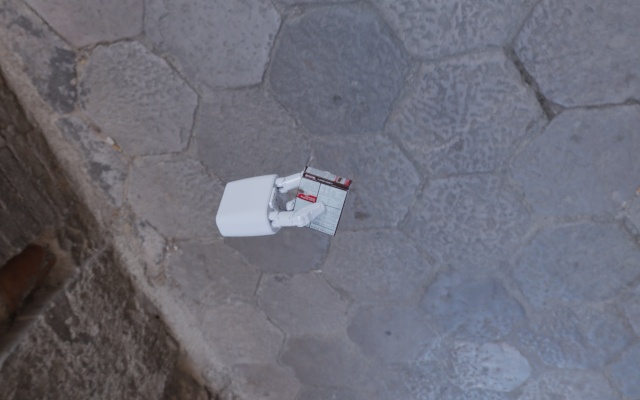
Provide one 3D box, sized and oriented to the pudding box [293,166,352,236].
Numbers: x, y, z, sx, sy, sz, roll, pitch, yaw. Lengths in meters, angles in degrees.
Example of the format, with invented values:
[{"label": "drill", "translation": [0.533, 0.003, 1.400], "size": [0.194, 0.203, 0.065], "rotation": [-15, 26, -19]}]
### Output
[{"label": "pudding box", "translation": [0.000, 0.003, 0.870], "size": [0.090, 0.114, 0.039], "rotation": [17, 38, 3]}]
